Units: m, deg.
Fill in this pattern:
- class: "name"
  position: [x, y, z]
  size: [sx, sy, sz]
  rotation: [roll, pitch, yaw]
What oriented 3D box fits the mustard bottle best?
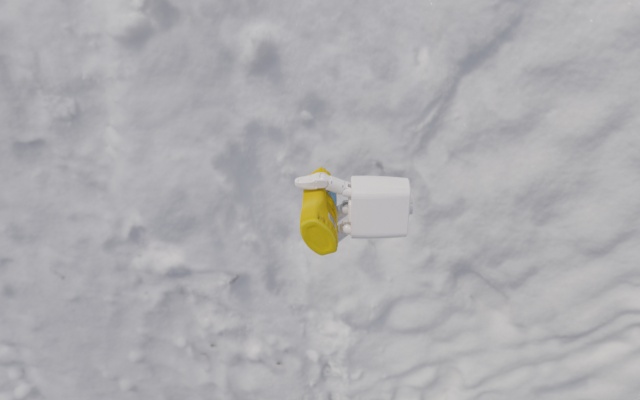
- class: "mustard bottle"
  position: [0.000, 0.003, 0.897]
  size: [0.058, 0.191, 0.096]
  rotation: [-18, -50, 18]
